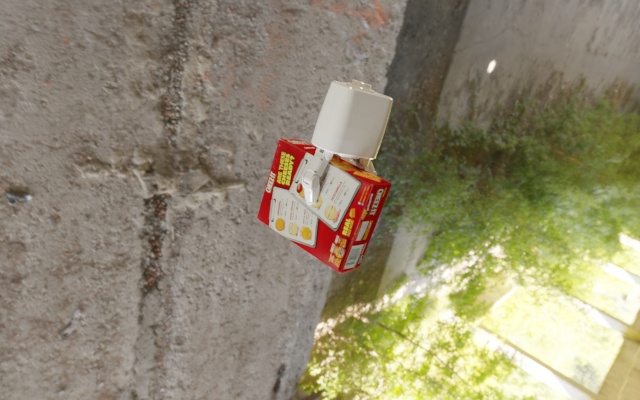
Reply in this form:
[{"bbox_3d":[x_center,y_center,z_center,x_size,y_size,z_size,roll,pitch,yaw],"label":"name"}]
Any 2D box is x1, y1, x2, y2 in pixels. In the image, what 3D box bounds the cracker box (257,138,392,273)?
[{"bbox_3d":[0.000,0.003,0.844,0.213,0.164,0.072,30,20,33],"label":"cracker box"}]
